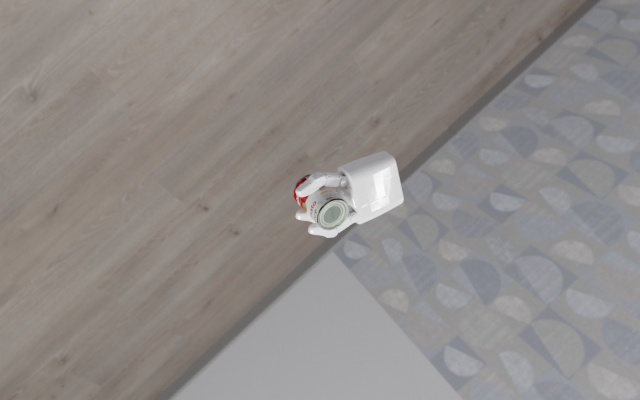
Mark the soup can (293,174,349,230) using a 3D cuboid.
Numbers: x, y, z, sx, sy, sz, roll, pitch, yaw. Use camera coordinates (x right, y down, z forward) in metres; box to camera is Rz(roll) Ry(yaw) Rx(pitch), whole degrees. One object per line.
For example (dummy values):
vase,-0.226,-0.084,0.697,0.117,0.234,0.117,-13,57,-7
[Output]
soup can,0.000,0.003,0.899,0.068,0.068,0.102,0,29,-33
